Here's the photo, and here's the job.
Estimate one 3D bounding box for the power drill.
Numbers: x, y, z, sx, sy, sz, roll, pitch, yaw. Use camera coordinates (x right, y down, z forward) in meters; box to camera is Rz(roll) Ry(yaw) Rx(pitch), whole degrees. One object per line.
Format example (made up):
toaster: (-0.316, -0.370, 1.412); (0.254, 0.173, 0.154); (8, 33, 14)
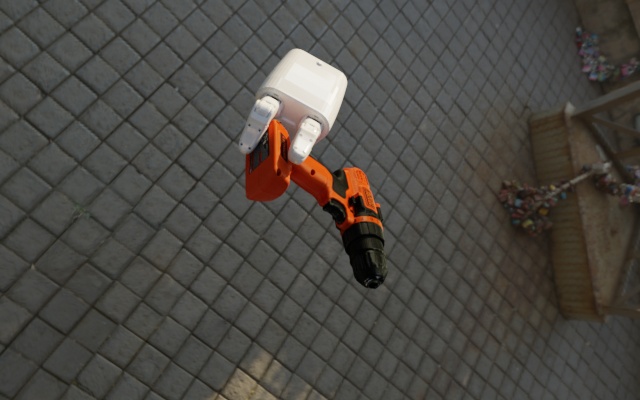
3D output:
power drill: (0.000, 0.001, 0.562); (0.188, 0.184, 0.057); (32, -59, -34)
